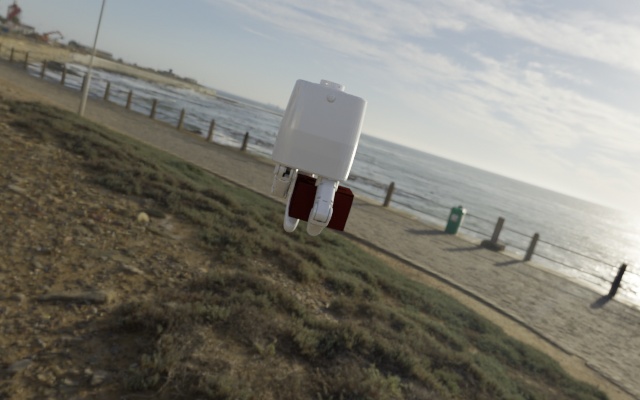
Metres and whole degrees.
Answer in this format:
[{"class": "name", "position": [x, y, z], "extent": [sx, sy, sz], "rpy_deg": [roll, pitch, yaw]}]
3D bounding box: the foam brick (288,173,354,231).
[{"class": "foam brick", "position": [0.000, 0.002, 0.637], "extent": [0.078, 0.051, 0.053], "rpy_deg": [16, 10, -7]}]
